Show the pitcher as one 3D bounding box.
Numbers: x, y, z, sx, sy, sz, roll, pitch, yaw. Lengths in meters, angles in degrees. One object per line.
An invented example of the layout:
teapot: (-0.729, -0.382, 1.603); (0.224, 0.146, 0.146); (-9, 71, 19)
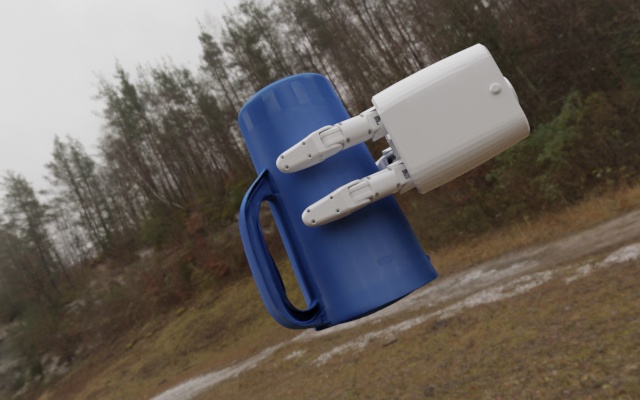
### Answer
pitcher: (0.000, 0.002, 0.483); (0.145, 0.243, 0.149); (-27, -10, 13)
